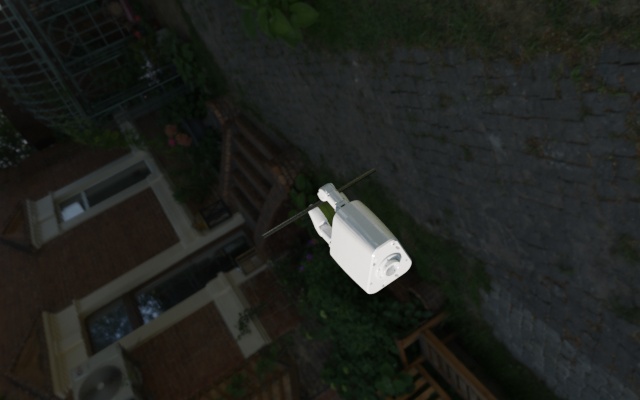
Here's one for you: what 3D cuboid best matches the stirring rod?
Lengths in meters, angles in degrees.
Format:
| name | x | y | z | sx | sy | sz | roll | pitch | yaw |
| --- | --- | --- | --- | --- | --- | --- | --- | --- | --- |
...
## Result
| name | x | y | z | sx | sy | sz | roll | pitch | yaw |
| --- | --- | --- | --- | --- | --- | --- | --- | --- | --- |
| stirring rod | 0.000 | 0.003 | 0.854 | 0.239 | 0.011 | 0.011 | -31 | 8 | -14 |
